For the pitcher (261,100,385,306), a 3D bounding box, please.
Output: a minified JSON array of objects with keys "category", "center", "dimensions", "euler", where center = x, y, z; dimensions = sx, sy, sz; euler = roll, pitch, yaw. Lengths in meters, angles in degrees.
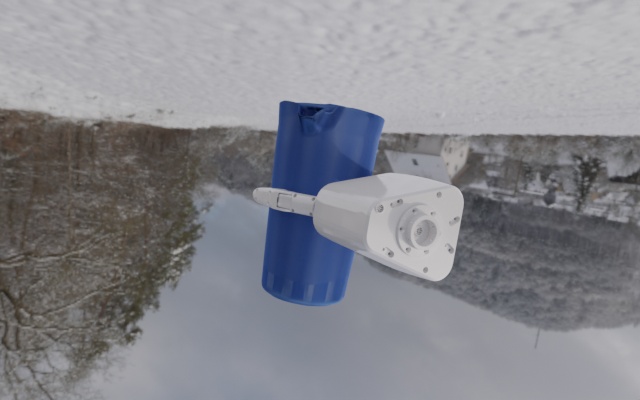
[{"category":"pitcher","center":[0.000,0.002,0.613],"dimensions":[0.149,0.243,0.145],"euler":[8,4,-27]}]
